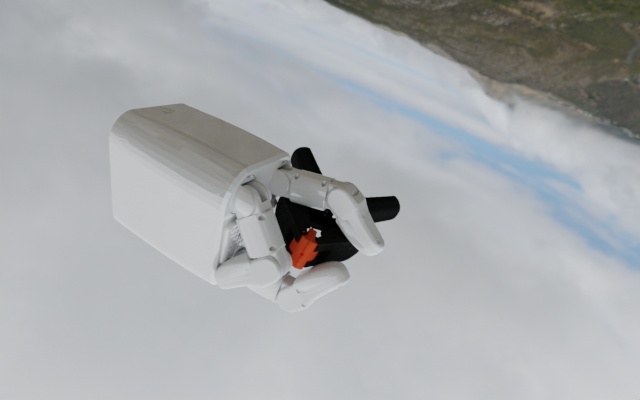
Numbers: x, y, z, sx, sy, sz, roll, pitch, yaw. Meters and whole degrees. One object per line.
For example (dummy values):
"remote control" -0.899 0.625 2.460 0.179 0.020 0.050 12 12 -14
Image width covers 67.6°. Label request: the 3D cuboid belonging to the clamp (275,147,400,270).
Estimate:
"clamp" 0.000 0.002 0.421 0.120 0.039 0.171 28 24 13
